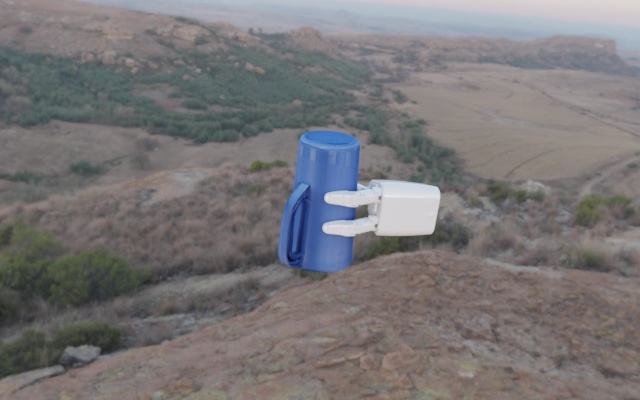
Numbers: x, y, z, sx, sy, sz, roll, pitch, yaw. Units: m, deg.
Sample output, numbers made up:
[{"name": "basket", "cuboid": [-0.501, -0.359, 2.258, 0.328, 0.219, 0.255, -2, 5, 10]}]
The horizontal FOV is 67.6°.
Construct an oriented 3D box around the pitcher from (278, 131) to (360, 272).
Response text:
[{"name": "pitcher", "cuboid": [0.000, 0.003, 0.874, 0.145, 0.243, 0.149, 3, 22, -5]}]
